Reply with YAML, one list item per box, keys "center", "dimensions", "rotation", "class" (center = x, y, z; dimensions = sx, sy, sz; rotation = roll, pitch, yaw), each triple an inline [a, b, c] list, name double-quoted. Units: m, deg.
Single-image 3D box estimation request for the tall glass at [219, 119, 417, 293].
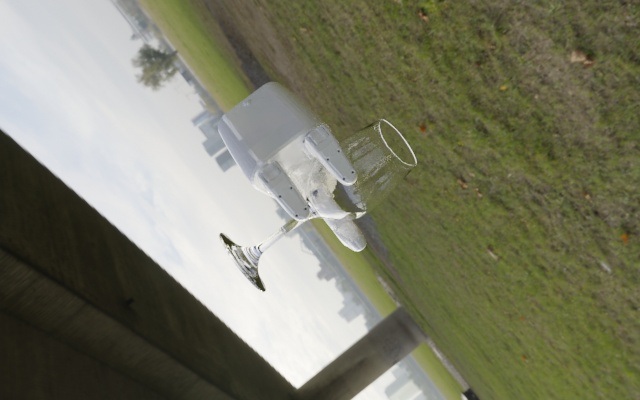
- center: [0.000, 0.002, 0.484]
  dimensions: [0.201, 0.079, 0.079]
  rotation: [-37, 2, -3]
  class: "tall glass"
